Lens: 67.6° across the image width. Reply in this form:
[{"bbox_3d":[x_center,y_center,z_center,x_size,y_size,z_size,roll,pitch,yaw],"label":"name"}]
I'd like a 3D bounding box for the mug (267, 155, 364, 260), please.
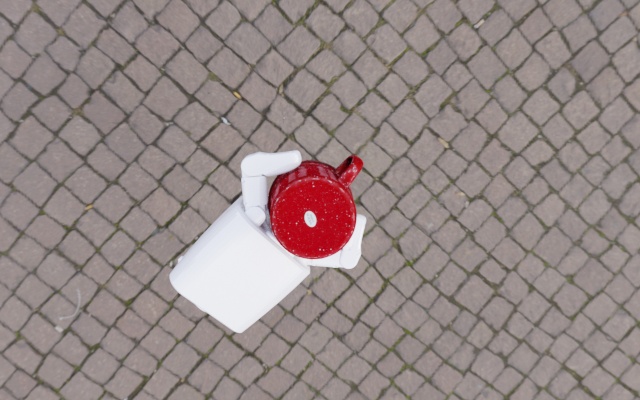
[{"bbox_3d":[0.001,0.001,0.476,0.093,0.117,0.081,45,5,-10],"label":"mug"}]
